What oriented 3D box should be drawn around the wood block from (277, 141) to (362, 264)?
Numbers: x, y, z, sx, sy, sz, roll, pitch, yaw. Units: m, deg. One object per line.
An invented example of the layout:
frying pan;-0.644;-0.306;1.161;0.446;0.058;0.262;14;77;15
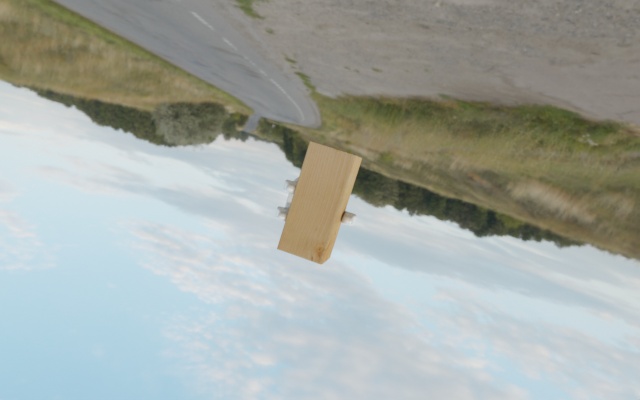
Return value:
wood block;0.000;0.003;0.896;0.091;0.206;0.090;18;5;11
